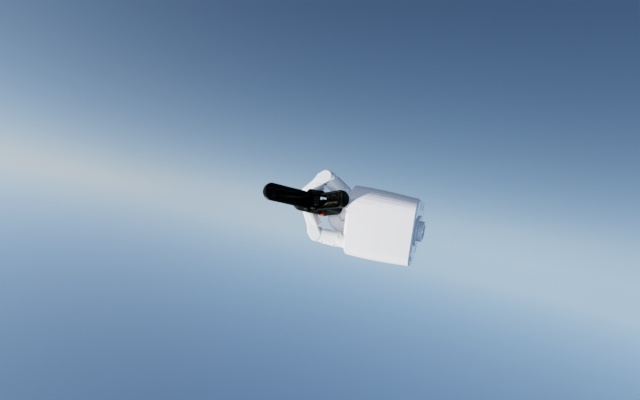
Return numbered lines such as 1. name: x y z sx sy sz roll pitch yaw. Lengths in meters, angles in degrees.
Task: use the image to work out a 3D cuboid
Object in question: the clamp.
1. clamp: 0.000 0.003 0.717 0.120 0.039 0.171 11 -2 20
